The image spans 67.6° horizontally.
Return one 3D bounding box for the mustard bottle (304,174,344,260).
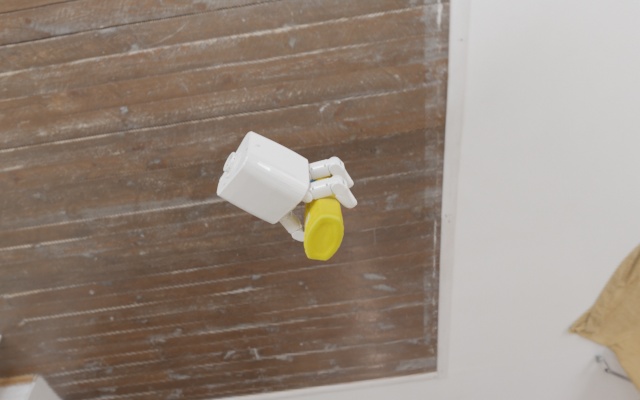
[{"bbox_3d":[0.000,0.003,0.798,0.058,0.096,0.191,7,36,-9],"label":"mustard bottle"}]
